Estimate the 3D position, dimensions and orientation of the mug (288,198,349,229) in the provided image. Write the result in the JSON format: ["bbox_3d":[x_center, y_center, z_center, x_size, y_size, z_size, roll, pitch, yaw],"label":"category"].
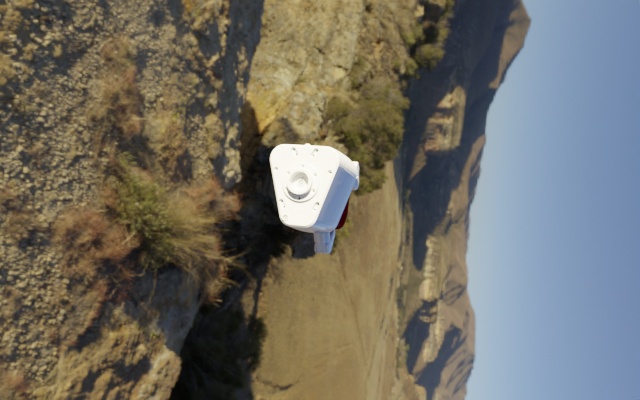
[{"bbox_3d":[0.001,0.003,0.754,0.081,0.093,0.117,5,-5,16],"label":"mug"}]
